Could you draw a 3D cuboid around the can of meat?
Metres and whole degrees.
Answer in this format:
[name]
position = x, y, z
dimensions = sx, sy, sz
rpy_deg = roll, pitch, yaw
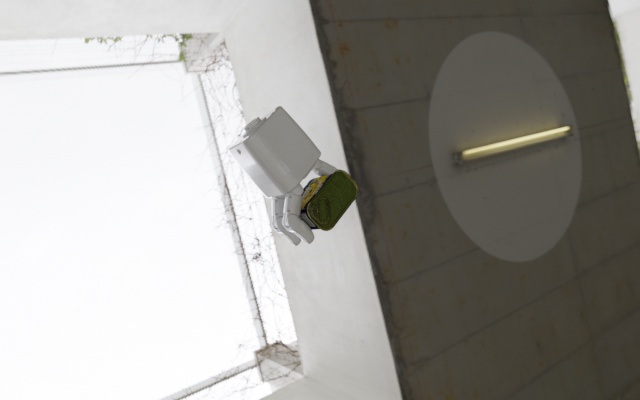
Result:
[can of meat]
position = 0.000, 0.003, 0.784
dimensions = 0.057, 0.102, 0.084
rpy_deg = 47, -26, -19
